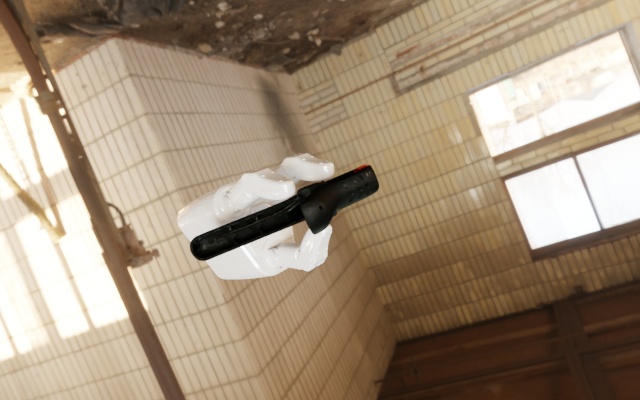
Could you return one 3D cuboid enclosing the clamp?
[{"bbox_3d":[0.001,0.002,0.454,0.210,0.036,0.164,-25,7,-41],"label":"clamp"}]
